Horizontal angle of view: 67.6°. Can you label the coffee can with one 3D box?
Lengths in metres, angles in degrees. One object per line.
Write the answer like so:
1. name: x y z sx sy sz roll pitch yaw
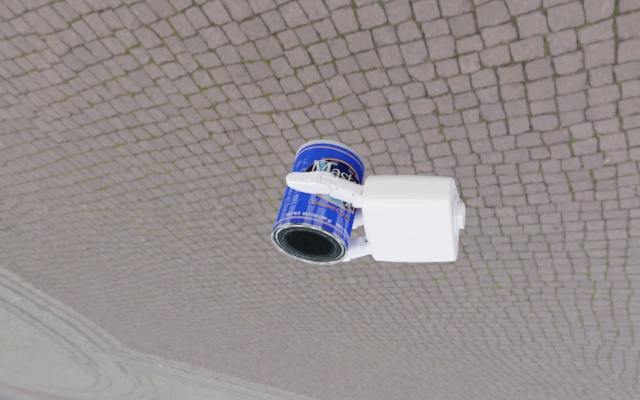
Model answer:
1. coffee can: 0.000 0.002 0.655 0.103 0.140 0.103 11 -33 7
